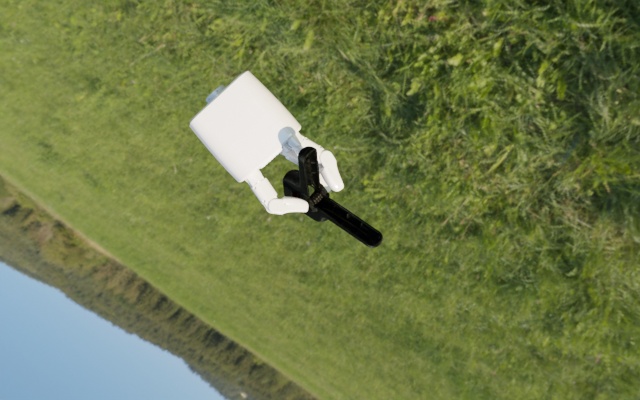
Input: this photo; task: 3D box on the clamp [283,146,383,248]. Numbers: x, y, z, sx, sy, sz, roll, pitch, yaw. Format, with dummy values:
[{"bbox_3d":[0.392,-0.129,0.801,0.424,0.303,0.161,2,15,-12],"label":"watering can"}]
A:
[{"bbox_3d":[-0.001,0.003,0.693,0.036,0.164,0.210,-43,10,-16],"label":"clamp"}]
